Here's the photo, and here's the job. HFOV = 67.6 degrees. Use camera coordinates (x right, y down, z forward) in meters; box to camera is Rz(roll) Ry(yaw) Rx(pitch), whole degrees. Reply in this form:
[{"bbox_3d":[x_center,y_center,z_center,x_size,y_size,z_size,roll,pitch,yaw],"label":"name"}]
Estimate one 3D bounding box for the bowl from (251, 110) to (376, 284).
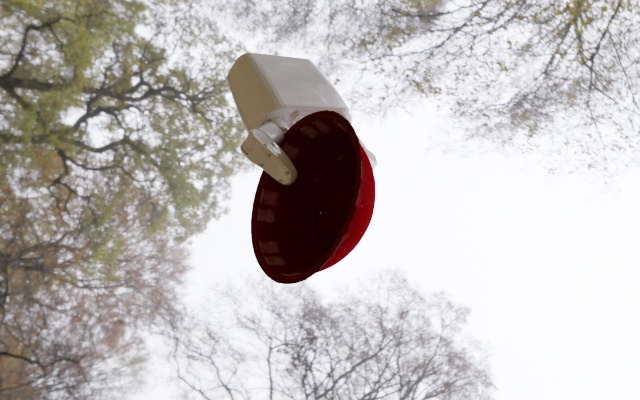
[{"bbox_3d":[0.001,0.003,0.446,0.055,0.162,0.162,19,-11,-36],"label":"bowl"}]
